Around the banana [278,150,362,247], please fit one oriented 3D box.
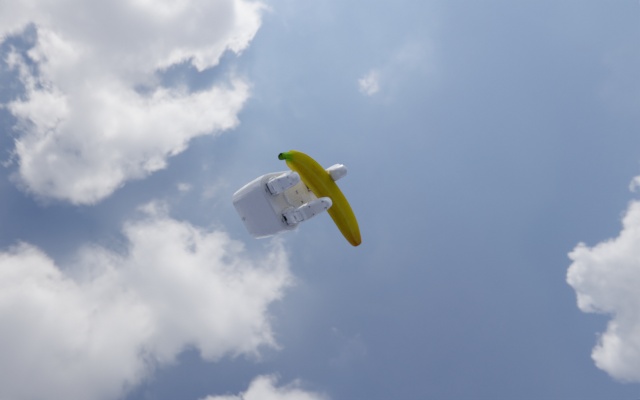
[{"bbox_3d":[0.003,-0.012,0.741,0.037,0.198,0.069,-27,26,34],"label":"banana"}]
